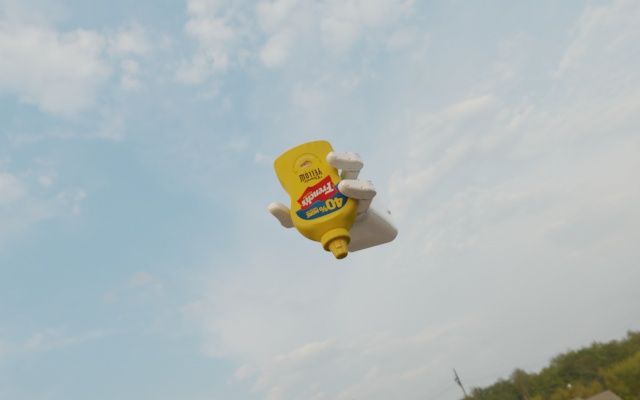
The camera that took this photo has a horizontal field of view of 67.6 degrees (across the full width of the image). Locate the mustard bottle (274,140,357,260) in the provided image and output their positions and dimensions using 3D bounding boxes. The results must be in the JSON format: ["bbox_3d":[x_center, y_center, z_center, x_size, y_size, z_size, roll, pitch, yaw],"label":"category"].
[{"bbox_3d":[0.000,0.002,0.697,0.096,0.191,0.058,-20,-34,-2],"label":"mustard bottle"}]
